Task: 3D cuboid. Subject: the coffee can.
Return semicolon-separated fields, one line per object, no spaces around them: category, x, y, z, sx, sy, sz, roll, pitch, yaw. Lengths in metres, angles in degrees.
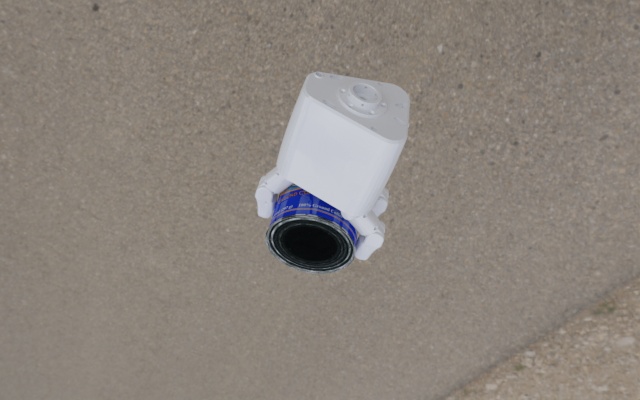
coffee can;0.000;0.002;0.579;0.103;0.140;0.103;7;-43;7
